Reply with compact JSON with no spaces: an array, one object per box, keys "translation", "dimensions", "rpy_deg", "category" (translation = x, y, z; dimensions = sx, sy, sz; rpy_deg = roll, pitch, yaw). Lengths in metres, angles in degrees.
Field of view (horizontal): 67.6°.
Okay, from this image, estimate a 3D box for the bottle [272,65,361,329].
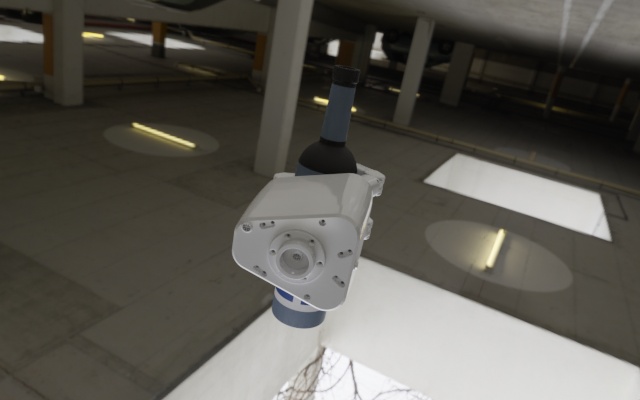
[{"translation":[0.000,0.002,0.531],"dimensions":[0.069,0.296,0.069],"rpy_deg":[10,21,-4],"category":"bottle"}]
